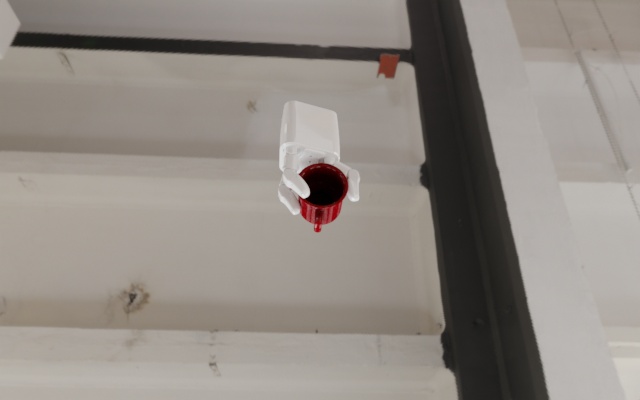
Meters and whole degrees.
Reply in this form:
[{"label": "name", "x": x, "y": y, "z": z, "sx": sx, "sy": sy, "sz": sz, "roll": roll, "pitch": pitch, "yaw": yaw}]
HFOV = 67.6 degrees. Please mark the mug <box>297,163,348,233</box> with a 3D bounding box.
[{"label": "mug", "x": 0.000, "y": 0.004, "z": 0.863, "sx": 0.093, "sy": 0.117, "sz": 0.081, "roll": 3, "pitch": -30, "yaw": -1}]
